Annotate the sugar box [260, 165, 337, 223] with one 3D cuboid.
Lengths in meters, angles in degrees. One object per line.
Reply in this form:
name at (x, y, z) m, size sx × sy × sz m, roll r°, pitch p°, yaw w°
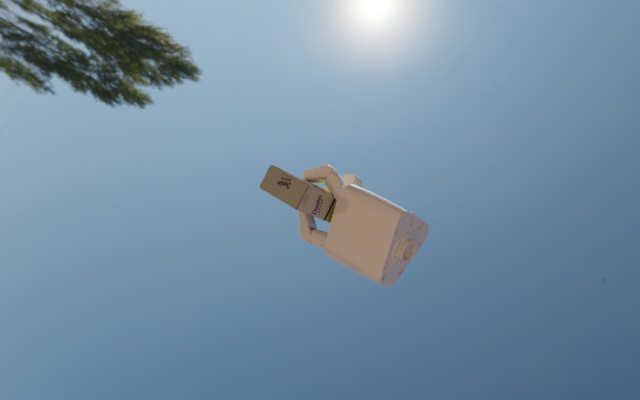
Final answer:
sugar box at (0.001, 0.002, 0.741) m, size 0.093 × 0.048 × 0.176 m, roll 29°, pitch 1°, yaw 41°
